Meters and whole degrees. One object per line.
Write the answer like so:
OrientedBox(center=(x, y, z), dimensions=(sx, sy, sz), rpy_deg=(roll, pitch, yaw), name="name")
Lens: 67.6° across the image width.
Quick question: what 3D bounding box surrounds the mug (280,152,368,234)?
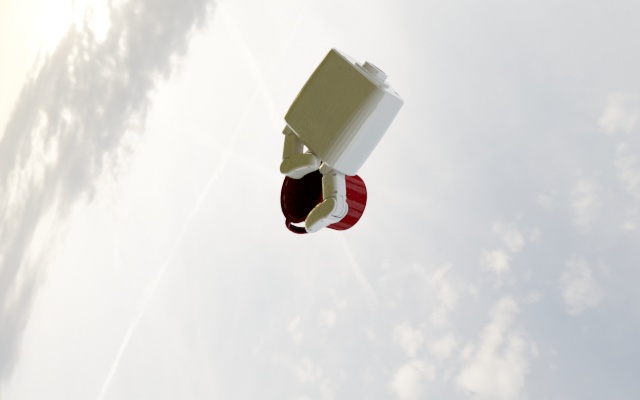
OrientedBox(center=(-0.001, 0.003, 0.627), dimensions=(0.081, 0.117, 0.093), rpy_deg=(18, 30, -37), name="mug")
